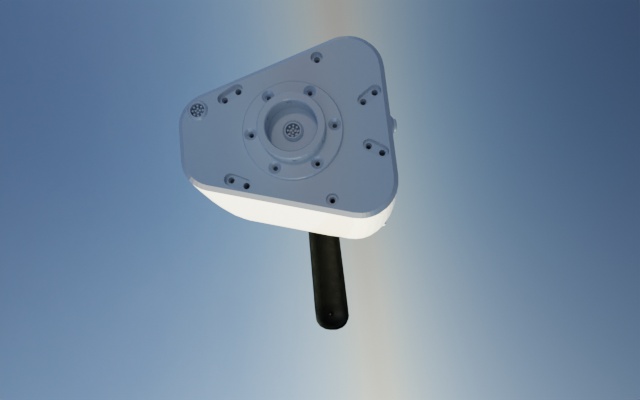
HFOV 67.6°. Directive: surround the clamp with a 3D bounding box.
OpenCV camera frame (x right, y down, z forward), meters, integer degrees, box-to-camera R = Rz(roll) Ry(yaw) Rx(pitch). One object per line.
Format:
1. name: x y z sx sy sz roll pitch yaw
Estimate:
1. clamp: -0.001 0.001 0.436 0.036 0.210 0.164 -6 -8 0
